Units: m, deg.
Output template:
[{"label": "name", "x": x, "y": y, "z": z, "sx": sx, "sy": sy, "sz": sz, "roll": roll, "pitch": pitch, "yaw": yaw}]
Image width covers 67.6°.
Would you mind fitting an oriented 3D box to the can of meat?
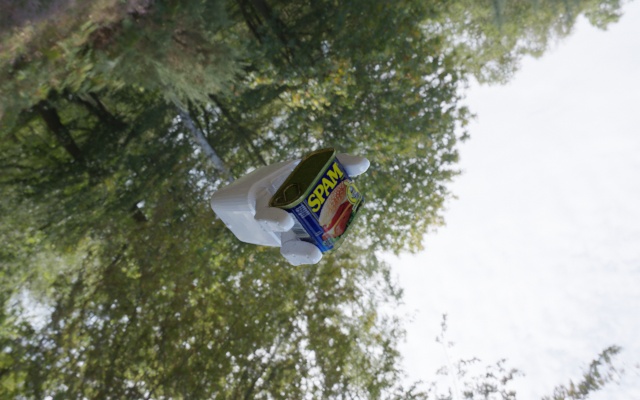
[{"label": "can of meat", "x": 0.000, "y": 0.002, "z": 0.571, "sx": 0.057, "sy": 0.084, "sz": 0.102, "roll": -6, "pitch": 39, "yaw": 45}]
